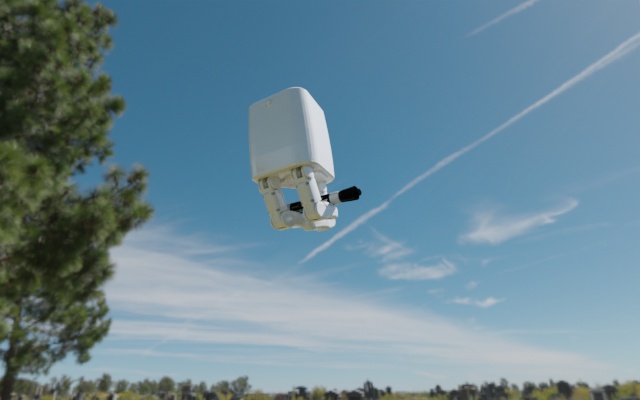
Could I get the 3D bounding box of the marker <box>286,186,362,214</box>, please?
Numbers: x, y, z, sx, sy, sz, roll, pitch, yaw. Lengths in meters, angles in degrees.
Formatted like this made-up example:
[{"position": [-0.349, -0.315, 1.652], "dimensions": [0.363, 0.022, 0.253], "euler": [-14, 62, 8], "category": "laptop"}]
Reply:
[{"position": [0.000, 0.002, 0.643], "dimensions": [0.121, 0.020, 0.020], "euler": [-15, -8, 30], "category": "marker"}]
